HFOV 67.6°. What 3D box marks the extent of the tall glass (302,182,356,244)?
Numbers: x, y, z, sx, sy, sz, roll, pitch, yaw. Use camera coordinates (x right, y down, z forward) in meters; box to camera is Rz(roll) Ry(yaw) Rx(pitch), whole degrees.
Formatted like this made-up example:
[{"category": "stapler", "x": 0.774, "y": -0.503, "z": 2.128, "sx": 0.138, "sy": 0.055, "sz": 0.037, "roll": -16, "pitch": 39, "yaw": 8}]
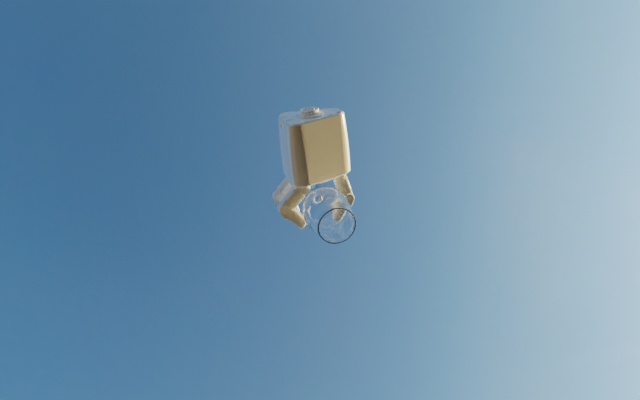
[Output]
[{"category": "tall glass", "x": 0.000, "y": 0.003, "z": 0.823, "sx": 0.079, "sy": 0.079, "sz": 0.201, "roll": 0, "pitch": 22, "yaw": -16}]
